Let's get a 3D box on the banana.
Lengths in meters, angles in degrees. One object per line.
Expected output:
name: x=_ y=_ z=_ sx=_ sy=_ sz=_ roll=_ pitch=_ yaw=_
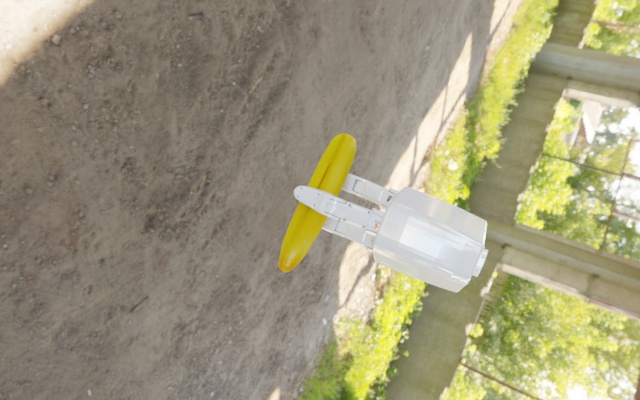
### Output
banana: x=0.002 y=-0.007 z=0.567 sx=0.037 sy=0.197 sz=0.070 roll=24 pitch=-20 yaw=6
